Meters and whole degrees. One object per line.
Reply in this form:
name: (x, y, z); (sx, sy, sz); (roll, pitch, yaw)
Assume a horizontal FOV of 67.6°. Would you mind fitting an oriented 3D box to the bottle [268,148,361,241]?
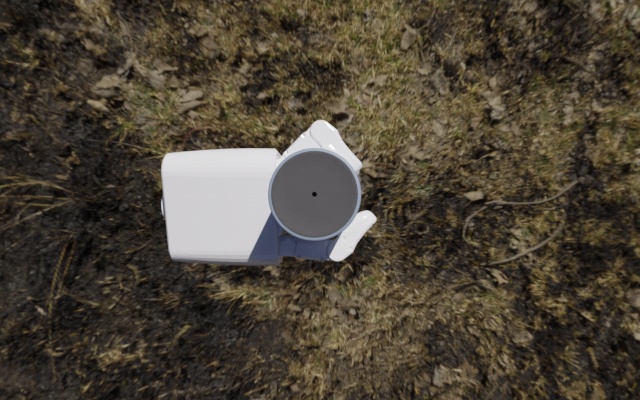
bottle: (0.000, 0.002, 0.484); (0.069, 0.069, 0.296); (0, -2, 2)
